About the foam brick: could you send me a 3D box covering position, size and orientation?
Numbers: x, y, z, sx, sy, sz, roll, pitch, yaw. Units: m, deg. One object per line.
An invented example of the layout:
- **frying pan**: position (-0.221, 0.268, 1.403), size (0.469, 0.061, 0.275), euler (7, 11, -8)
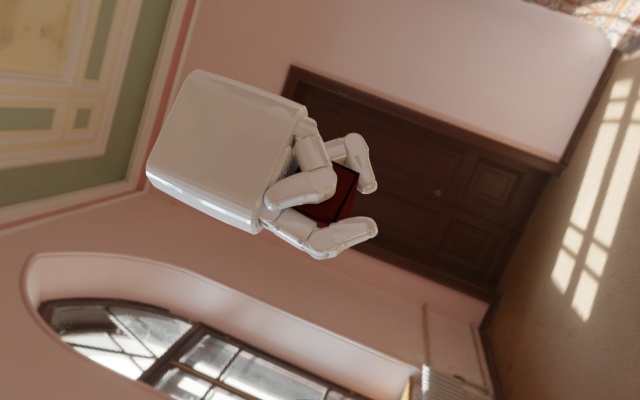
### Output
- **foam brick**: position (0.000, 0.002, 0.439), size (0.051, 0.053, 0.078), euler (23, -22, 8)
